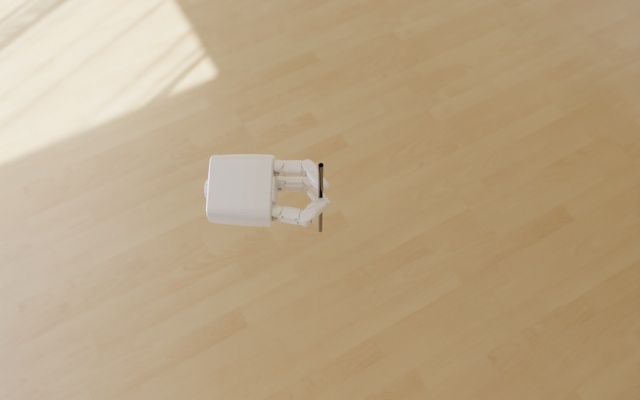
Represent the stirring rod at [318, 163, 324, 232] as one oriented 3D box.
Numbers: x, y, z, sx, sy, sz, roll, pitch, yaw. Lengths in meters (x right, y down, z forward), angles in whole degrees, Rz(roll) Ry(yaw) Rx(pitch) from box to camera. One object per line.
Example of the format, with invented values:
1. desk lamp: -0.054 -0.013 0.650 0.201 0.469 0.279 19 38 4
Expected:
1. stirring rod: 0.000 0.003 0.809 0.011 0.011 0.240 0 -27 0
